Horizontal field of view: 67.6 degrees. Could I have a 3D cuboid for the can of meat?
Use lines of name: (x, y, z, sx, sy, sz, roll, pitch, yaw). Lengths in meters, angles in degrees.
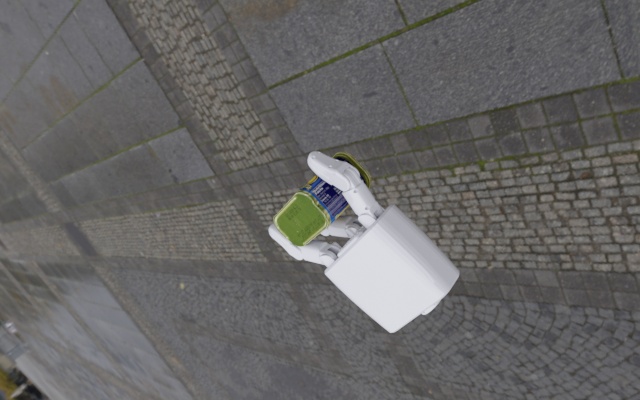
can of meat: (0.000, 0.002, 0.564, 0.084, 0.057, 0.102, -44, 0, -36)
